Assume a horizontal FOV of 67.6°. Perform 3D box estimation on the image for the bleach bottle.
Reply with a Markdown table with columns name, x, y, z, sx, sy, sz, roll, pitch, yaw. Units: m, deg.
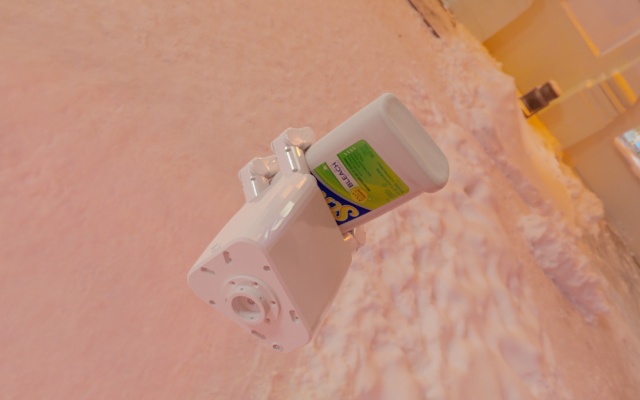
| name | x | y | z | sx | sy | sz | roll | pitch | yaw |
| --- | --- | --- | --- | --- | --- | --- | --- | --- | --- |
| bleach bottle | 0.000 | 0.002 | 0.495 | 0.251 | 0.102 | 0.068 | -35 | 13 | 34 |
